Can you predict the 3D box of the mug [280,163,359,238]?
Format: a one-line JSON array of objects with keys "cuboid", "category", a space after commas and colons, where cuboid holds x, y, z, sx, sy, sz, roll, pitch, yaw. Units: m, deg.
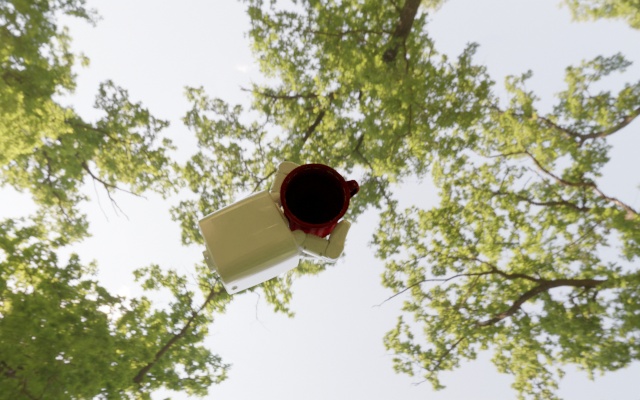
[{"cuboid": [0.001, 0.002, 0.666, 0.117, 0.093, 0.081, -25, -17, -14], "category": "mug"}]
